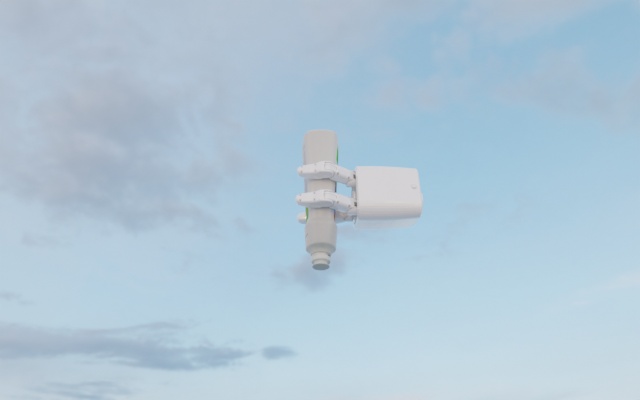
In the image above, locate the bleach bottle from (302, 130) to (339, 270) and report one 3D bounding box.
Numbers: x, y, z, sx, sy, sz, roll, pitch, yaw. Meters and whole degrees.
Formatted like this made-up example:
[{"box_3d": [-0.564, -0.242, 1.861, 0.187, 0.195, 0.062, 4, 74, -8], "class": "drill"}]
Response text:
[{"box_3d": [0.000, 0.003, 0.826, 0.068, 0.250, 0.103, 0, -31, -1], "class": "bleach bottle"}]
